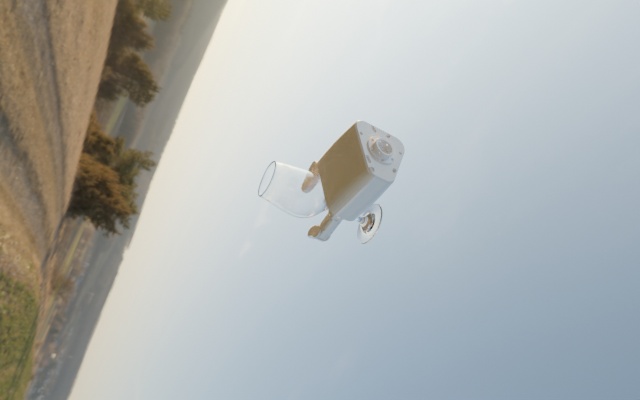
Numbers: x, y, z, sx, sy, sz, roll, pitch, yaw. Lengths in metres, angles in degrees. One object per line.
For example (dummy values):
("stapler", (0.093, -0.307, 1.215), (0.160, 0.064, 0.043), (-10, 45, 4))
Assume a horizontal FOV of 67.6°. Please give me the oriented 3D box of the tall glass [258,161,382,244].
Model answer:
("tall glass", (0.001, 0.003, 0.791), (0.201, 0.079, 0.079), (23, -9, -20))
